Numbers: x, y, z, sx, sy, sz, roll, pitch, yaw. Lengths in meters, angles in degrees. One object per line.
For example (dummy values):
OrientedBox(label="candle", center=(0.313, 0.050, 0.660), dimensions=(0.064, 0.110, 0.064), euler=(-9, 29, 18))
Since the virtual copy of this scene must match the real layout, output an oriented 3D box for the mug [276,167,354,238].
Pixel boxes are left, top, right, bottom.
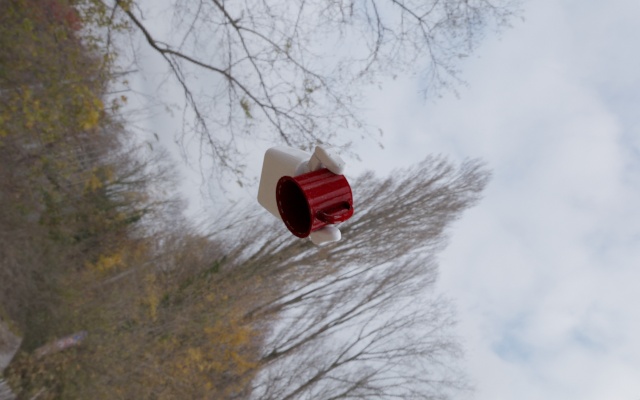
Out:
OrientedBox(label="mug", center=(0.001, 0.003, 0.687), dimensions=(0.081, 0.093, 0.117), euler=(-19, 29, -32))
